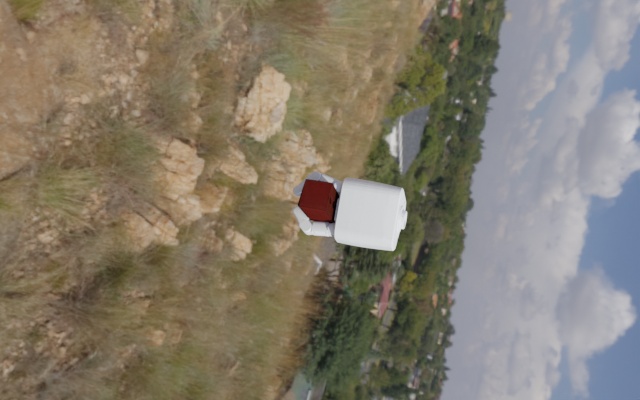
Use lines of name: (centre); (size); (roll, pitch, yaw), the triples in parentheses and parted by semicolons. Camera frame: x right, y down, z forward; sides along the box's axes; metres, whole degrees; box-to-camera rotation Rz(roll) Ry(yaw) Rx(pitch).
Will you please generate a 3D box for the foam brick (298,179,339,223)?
foam brick: (0.000, 0.003, 0.842); (0.051, 0.053, 0.078); (10, -18, 18)
